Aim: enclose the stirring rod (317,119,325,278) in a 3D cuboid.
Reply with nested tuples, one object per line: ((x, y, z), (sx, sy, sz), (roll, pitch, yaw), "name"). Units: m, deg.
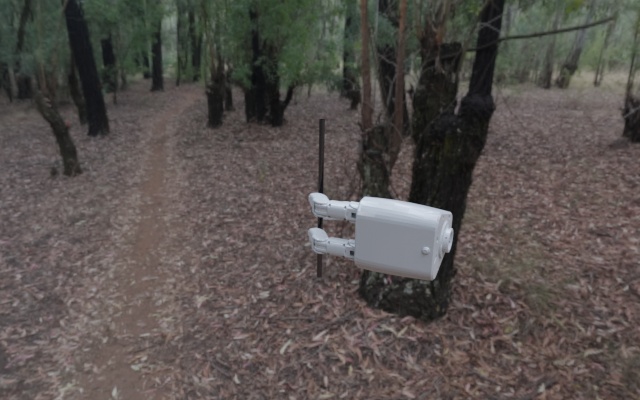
((0.000, 0.002, 0.698), (0.011, 0.240, 0.011), (1, 18, 0), "stirring rod")
